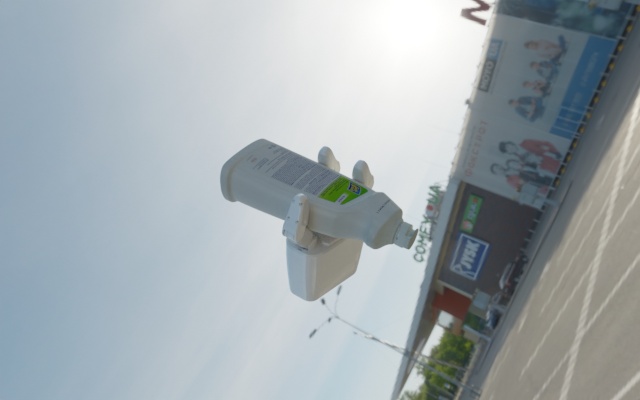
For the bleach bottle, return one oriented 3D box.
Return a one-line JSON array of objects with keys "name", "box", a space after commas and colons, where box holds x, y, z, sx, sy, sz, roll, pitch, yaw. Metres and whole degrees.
[{"name": "bleach bottle", "box": [0.000, 0.002, 0.608, 0.251, 0.068, 0.102, 25, 46, 22]}]
